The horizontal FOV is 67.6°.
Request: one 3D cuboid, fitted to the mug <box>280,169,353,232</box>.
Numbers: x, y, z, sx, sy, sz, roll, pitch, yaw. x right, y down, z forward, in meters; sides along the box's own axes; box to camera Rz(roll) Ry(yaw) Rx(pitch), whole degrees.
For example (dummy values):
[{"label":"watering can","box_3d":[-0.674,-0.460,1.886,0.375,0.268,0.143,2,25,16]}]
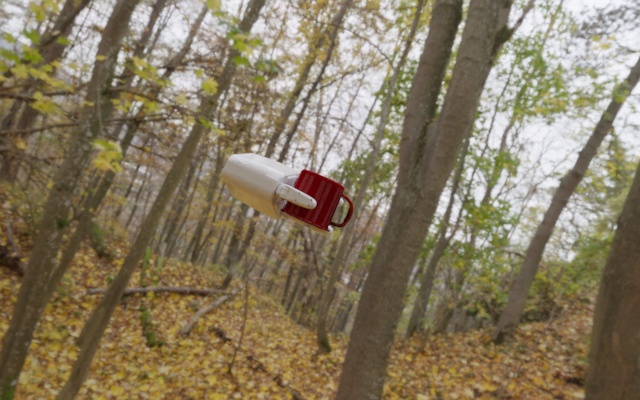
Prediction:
[{"label":"mug","box_3d":[0.001,0.003,0.813,0.117,0.081,0.093,24,-1,13]}]
